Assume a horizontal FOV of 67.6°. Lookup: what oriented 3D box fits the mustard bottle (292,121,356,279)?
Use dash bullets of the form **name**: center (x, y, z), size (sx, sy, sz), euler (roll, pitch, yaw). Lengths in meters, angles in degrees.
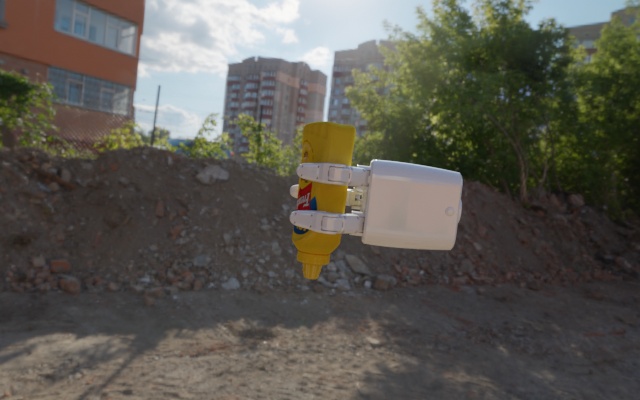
- **mustard bottle**: center (0.000, 0.002, 0.593), size (0.058, 0.191, 0.096), euler (6, 3, -21)
